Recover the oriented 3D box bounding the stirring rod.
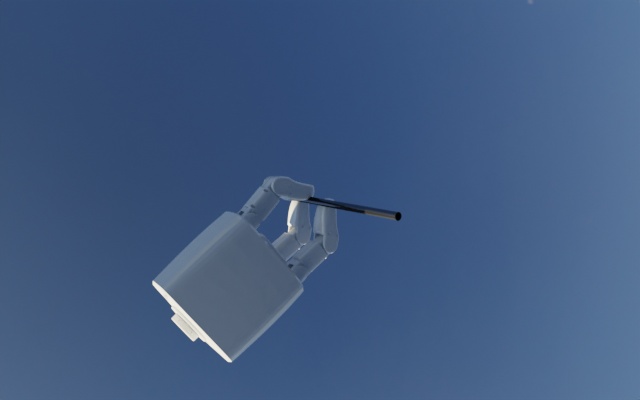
[{"bbox_3d":[0.000,0.002,0.524,0.011,0.011,0.239,0,6,-36],"label":"stirring rod"}]
